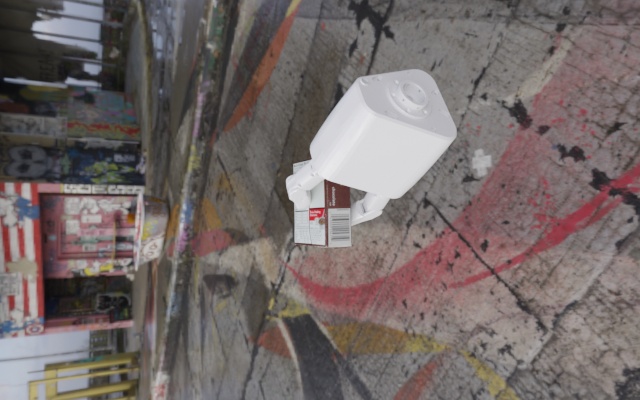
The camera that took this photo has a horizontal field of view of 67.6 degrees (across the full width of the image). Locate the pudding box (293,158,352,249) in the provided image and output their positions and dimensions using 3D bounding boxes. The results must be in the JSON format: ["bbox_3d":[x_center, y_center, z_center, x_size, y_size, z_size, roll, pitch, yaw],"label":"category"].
[{"bbox_3d":[0.000,0.002,0.597,0.039,0.113,0.090,1,-3,-27],"label":"pudding box"}]
